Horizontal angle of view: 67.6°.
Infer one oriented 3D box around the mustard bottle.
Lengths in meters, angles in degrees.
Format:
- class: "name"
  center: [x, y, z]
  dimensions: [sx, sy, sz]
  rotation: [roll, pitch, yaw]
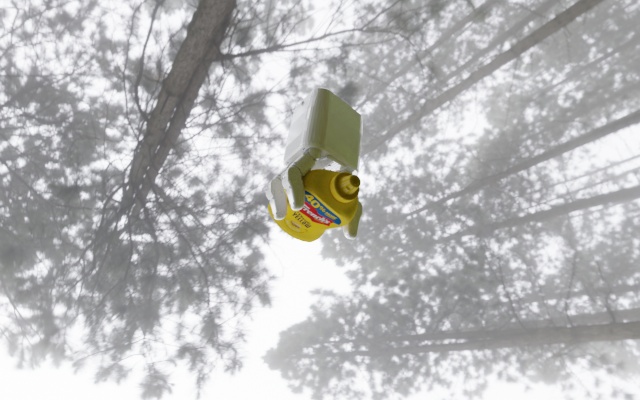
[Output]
- class: "mustard bottle"
  center: [0.000, 0.003, 0.702]
  dimensions: [0.096, 0.058, 0.192]
  rotation: [42, -33, -11]
